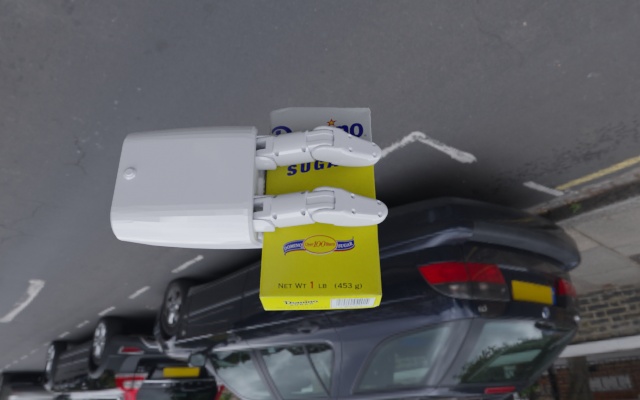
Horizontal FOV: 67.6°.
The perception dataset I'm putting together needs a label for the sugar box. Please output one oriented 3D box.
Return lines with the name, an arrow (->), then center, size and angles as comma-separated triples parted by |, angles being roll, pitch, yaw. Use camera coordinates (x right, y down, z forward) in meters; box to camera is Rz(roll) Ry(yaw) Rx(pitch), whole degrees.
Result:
sugar box -> 0.000, 0.001, 0.405 | 0.093, 0.176, 0.048 | -1, -25, -1
